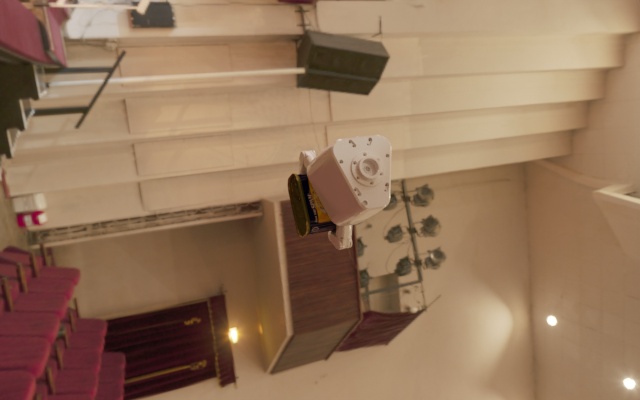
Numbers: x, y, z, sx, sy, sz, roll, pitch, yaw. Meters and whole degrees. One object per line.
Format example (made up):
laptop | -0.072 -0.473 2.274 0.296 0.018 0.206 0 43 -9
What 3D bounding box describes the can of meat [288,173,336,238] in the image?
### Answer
can of meat | 0.000 0.003 0.777 0.084 0.102 0.057 -9 -12 -20
